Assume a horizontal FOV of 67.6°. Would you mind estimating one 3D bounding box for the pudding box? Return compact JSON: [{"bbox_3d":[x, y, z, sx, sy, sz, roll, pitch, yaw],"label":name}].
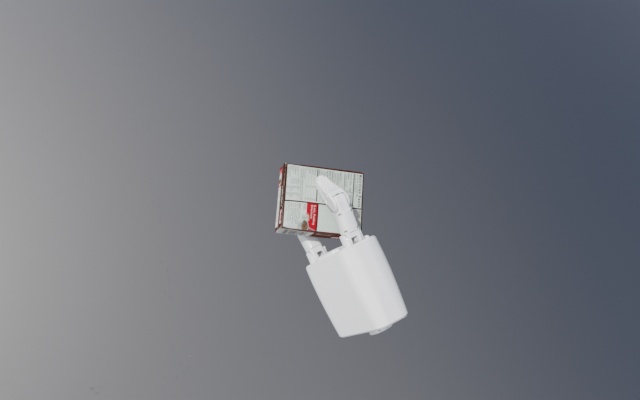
[{"bbox_3d":[0.000,0.002,0.634,0.113,0.090,0.039,7,-14,-16],"label":"pudding box"}]
